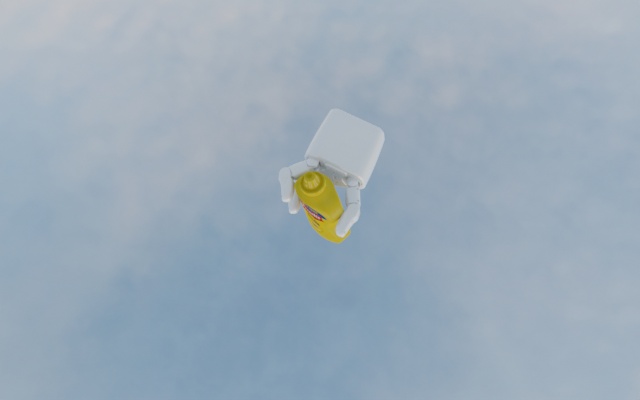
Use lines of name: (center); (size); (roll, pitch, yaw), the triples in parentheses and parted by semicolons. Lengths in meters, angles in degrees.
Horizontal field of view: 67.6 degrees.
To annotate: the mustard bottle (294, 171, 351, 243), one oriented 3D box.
mustard bottle: (0.000, 0.003, 0.816); (0.096, 0.058, 0.192); (45, -11, 25)
